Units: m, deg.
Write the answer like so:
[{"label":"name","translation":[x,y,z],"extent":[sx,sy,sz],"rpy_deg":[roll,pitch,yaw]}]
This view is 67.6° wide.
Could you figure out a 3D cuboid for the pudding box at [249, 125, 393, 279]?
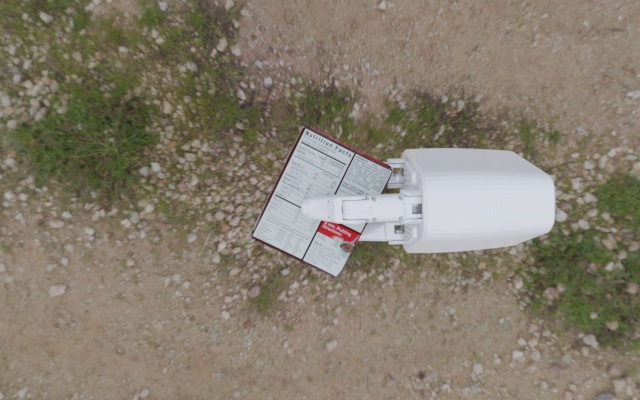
[{"label":"pudding box","translation":[0.000,0.001,0.429],"extent":[0.090,0.113,0.039],"rpy_deg":[27,2,-4]}]
